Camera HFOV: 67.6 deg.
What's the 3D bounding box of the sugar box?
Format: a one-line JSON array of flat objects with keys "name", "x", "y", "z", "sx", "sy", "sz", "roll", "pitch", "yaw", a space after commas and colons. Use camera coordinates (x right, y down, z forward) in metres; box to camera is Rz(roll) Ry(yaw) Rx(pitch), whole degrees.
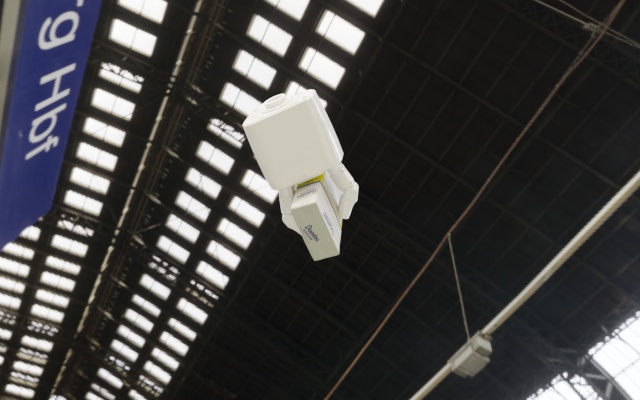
[{"name": "sugar box", "x": 0.000, "y": 0.002, "z": 0.732, "sx": 0.048, "sy": 0.093, "sz": 0.176, "roll": -16, "pitch": 26, "yaw": 17}]
